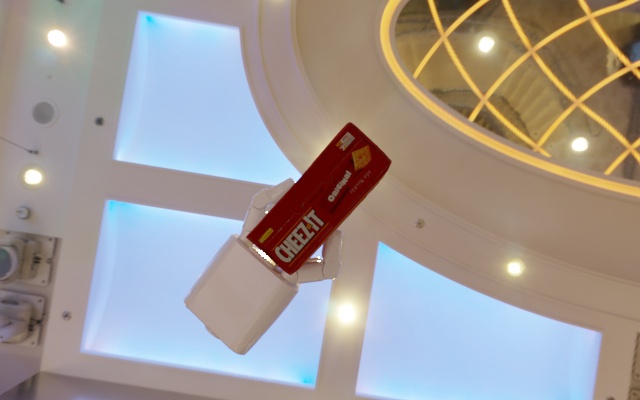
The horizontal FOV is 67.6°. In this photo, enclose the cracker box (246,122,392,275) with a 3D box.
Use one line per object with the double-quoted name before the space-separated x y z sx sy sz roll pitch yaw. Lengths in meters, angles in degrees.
"cracker box" 0.000 0.002 0.597 0.072 0.164 0.213 41 -1 0
